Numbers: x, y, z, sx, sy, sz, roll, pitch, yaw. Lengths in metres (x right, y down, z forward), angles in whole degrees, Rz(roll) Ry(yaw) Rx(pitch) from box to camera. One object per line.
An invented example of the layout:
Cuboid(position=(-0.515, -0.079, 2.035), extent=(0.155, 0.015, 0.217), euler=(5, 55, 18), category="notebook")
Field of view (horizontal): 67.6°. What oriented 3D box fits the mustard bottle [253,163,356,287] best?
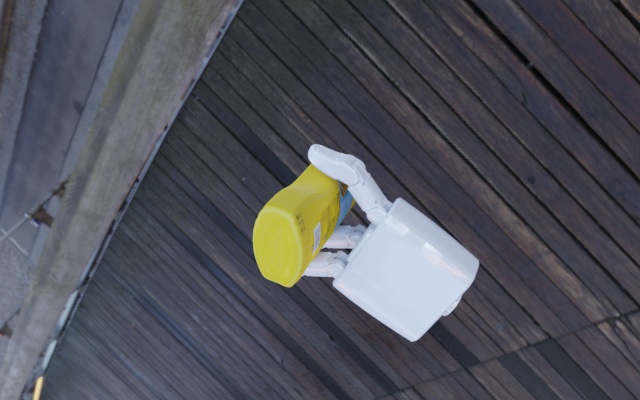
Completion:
Cuboid(position=(0.000, 0.002, 0.525), extent=(0.058, 0.096, 0.191), euler=(17, 37, 20), category="mustard bottle")
